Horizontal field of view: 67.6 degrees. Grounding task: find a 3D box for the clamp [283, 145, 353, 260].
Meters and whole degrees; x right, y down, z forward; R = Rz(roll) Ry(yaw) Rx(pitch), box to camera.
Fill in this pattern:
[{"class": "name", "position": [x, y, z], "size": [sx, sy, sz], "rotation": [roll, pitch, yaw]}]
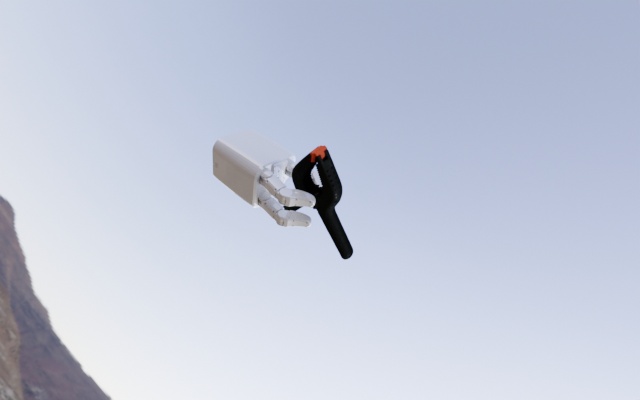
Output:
[{"class": "clamp", "position": [0.000, 0.002, 0.798], "size": [0.164, 0.210, 0.036], "rotation": [33, 51, 18]}]
